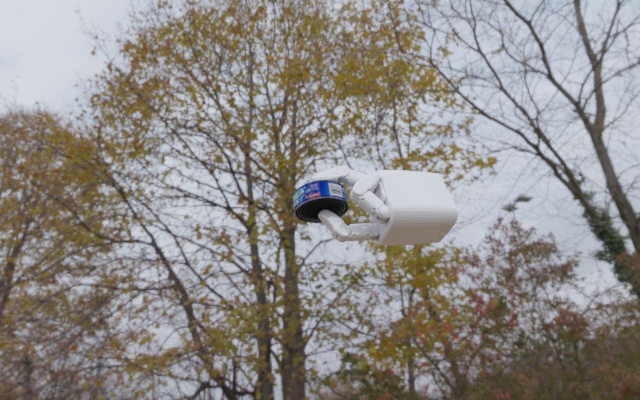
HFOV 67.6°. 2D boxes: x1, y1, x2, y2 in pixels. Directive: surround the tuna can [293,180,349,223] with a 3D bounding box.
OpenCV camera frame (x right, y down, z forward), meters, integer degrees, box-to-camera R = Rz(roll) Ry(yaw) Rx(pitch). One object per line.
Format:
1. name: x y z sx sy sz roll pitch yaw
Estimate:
1. tuna can: 0.000 0.002 0.757 0.086 0.033 0.086 -7 -28 -3
